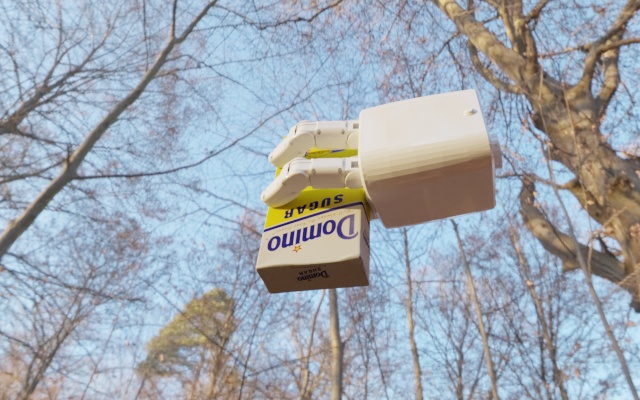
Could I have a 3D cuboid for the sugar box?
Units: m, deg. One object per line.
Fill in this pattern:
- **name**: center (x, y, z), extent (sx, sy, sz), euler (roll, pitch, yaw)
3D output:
- **sugar box**: center (0.000, 0.001, 0.458), extent (0.093, 0.048, 0.176), euler (-8, 43, 13)
